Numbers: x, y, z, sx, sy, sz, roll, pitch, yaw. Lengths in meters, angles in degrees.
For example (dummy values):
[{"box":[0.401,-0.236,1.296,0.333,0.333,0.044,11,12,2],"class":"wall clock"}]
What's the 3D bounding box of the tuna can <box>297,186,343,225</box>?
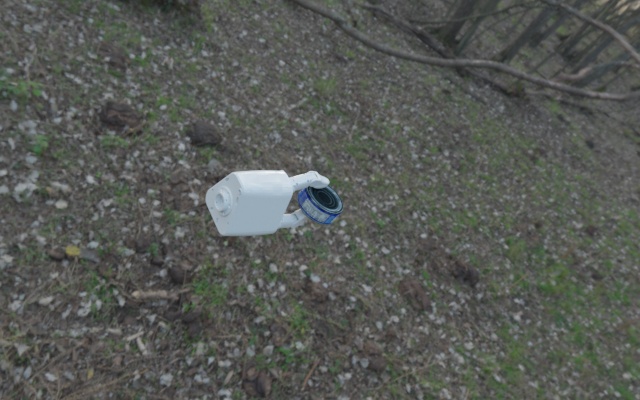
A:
[{"box":[0.001,0.003,0.892,0.086,0.086,0.034,0,-41,-48],"class":"tuna can"}]
